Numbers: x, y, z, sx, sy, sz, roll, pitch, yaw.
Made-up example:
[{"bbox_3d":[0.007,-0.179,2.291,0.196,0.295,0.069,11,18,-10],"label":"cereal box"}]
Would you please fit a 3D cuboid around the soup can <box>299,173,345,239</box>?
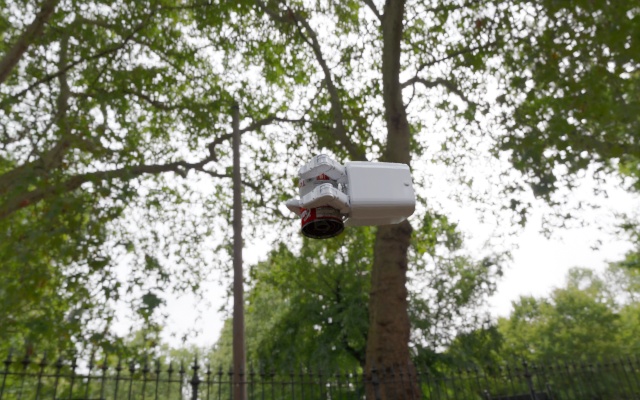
[{"bbox_3d":[0.000,0.002,0.773,0.068,0.102,0.068,-4,-29,-2],"label":"soup can"}]
